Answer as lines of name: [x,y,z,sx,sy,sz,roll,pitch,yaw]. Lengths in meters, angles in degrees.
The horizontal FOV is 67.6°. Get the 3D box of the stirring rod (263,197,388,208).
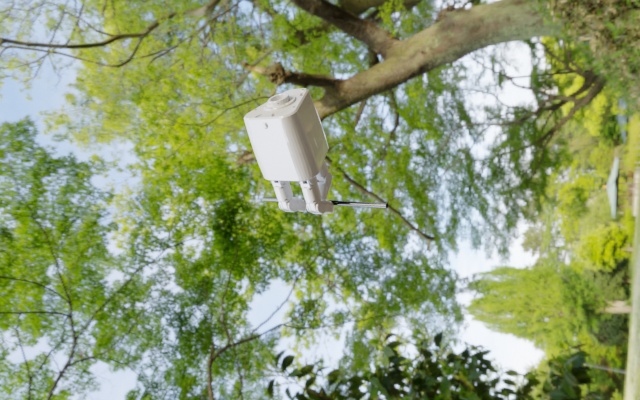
stirring rod: [0.000,0.003,0.795,0.239,0.011,0.011,3,2,32]
